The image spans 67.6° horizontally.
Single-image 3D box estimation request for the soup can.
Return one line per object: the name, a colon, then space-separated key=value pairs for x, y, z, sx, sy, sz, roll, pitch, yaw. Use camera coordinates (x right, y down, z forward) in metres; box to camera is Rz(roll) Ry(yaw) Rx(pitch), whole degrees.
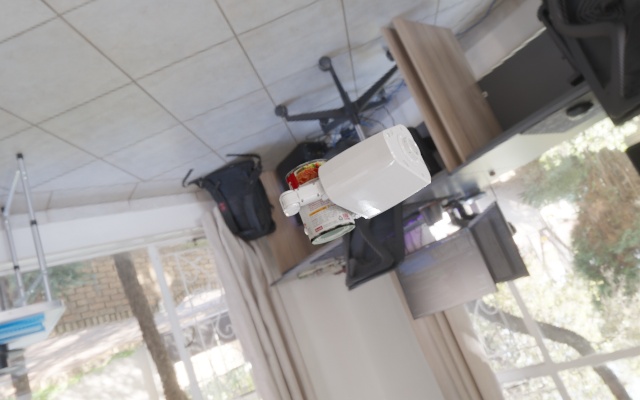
soup can: x=0.000 y=0.003 z=0.672 sx=0.068 sy=0.102 sz=0.068 roll=-21 pitch=-15 yaw=-6
